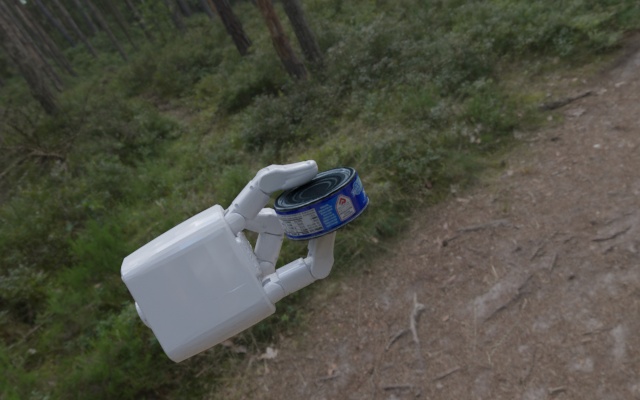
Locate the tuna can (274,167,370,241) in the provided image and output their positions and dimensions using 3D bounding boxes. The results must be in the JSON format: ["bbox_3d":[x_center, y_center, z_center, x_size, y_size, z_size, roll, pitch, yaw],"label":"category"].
[{"bbox_3d":[0.000,0.001,0.448,0.086,0.034,0.086,-22,18,7],"label":"tuna can"}]
